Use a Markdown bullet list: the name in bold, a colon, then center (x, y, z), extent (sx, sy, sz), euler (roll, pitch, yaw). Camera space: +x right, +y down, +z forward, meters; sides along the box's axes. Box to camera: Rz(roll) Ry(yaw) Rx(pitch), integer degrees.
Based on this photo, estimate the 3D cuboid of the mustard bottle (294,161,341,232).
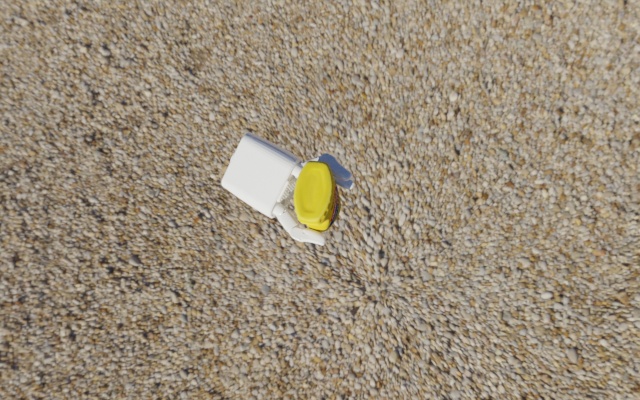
- **mustard bottle**: center (0.000, 0.003, 0.799), extent (0.058, 0.096, 0.192), euler (6, -10, 8)
